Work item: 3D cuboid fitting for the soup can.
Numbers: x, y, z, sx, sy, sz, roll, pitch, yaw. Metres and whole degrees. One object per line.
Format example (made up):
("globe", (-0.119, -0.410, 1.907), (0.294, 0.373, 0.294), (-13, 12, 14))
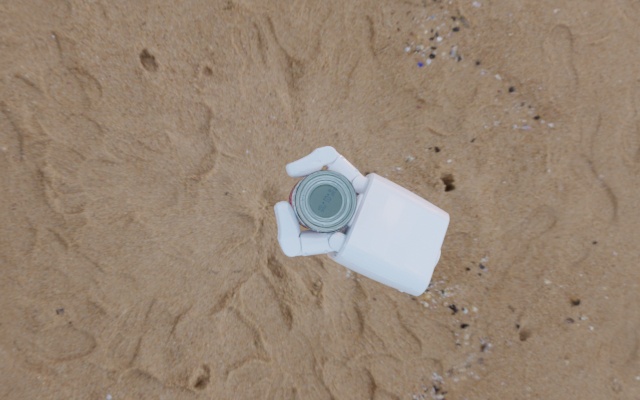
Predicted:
("soup can", (0.000, 0.001, 0.544), (0.068, 0.068, 0.102), (0, -1, -7))
